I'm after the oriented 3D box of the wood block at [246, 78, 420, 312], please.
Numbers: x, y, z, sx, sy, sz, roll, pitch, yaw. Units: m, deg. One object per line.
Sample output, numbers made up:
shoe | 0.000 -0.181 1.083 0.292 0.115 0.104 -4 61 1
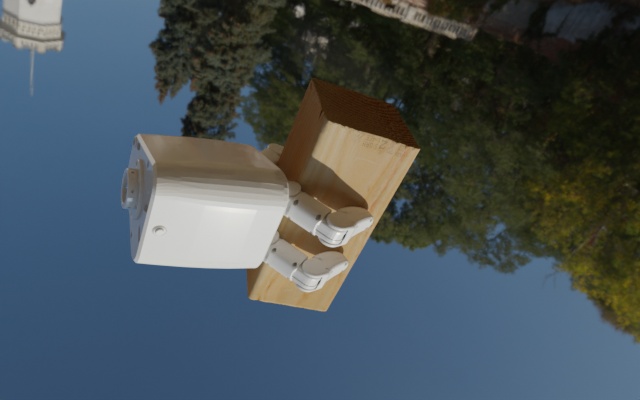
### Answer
wood block | 0.000 0.001 0.469 0.090 0.206 0.090 14 33 -20
